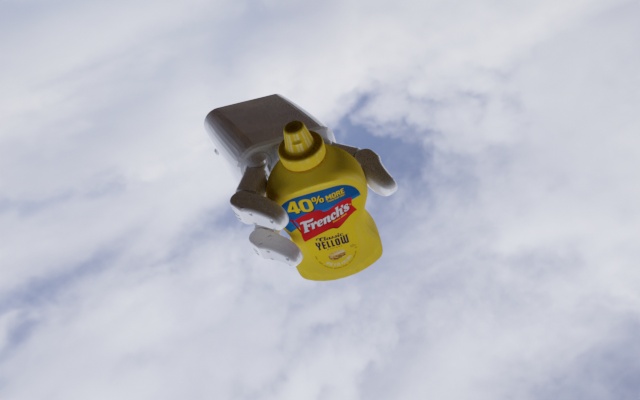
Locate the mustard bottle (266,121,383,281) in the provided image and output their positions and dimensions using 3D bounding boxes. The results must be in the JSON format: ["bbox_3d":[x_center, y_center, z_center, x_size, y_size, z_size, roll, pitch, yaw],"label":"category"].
[{"bbox_3d":[0.000,0.002,0.465,0.096,0.058,0.192,-15,-45,4],"label":"mustard bottle"}]
